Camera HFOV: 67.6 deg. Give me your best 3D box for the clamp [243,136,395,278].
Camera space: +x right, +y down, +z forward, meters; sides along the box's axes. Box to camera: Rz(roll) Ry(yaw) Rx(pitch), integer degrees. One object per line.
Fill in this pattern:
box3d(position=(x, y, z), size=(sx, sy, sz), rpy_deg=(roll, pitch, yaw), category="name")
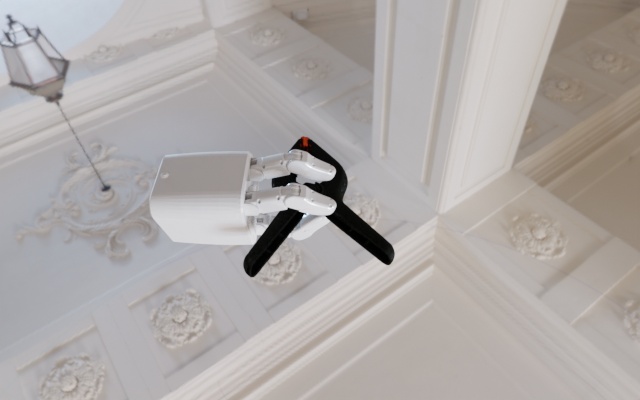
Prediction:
box3d(position=(0.000, 0.002, 0.576), size=(0.164, 0.209, 0.036), rpy_deg=(1, -42, -1), category="clamp")
